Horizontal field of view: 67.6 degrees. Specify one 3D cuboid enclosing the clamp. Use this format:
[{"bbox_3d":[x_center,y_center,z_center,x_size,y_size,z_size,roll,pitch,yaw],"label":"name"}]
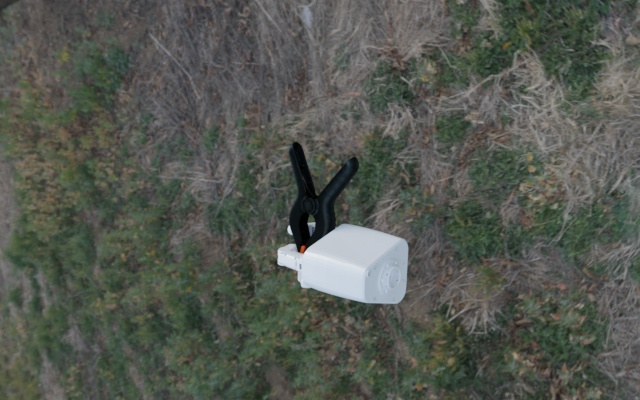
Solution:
[{"bbox_3d":[0.000,0.002,0.701,0.120,0.171,0.039,10,14,41],"label":"clamp"}]
